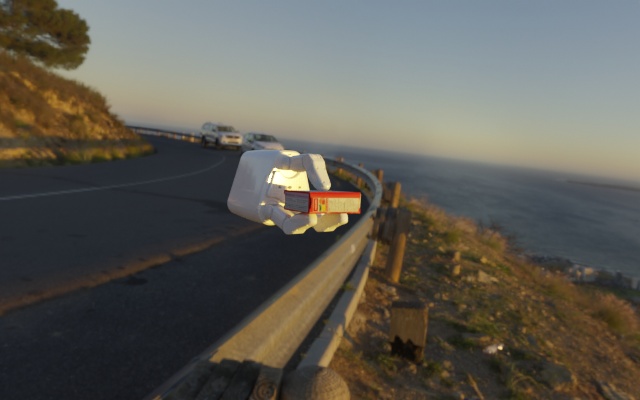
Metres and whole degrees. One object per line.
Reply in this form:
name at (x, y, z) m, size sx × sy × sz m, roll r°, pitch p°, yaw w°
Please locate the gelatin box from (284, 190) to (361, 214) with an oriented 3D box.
gelatin box at (0.000, 0.002, 0.633) m, size 0.073 × 0.030 × 0.089 m, roll 1°, pitch 2°, yaw -26°
